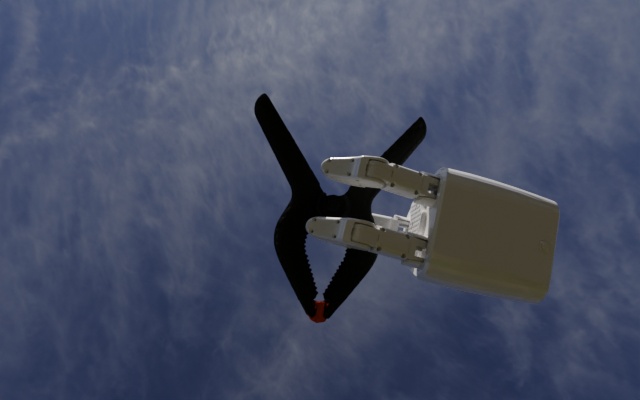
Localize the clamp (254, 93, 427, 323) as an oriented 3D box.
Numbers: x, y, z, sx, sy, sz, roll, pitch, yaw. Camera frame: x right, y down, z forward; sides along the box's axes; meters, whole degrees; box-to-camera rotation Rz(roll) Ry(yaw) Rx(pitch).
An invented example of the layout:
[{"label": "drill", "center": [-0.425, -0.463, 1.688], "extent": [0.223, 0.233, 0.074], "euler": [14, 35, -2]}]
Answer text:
[{"label": "clamp", "center": [0.000, 0.002, 0.438], "extent": [0.164, 0.210, 0.036], "euler": [14, -13, -1]}]
